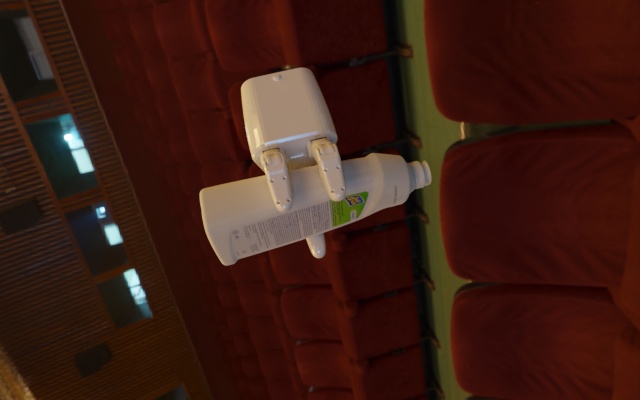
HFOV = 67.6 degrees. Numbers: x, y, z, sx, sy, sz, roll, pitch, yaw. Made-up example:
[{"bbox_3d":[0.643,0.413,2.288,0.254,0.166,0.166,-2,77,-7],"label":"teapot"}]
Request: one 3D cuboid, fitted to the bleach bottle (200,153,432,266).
[{"bbox_3d":[0.000,0.002,0.540,0.251,0.068,0.103,-13,-30,-5],"label":"bleach bottle"}]
